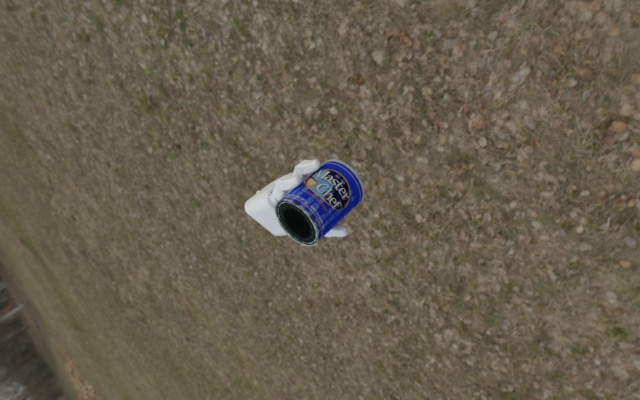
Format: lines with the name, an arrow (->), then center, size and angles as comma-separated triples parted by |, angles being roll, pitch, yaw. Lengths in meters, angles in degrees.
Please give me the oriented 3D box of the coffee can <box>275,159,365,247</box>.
coffee can -> 0.000, 0.003, 0.878 | 0.103, 0.103, 0.140 | 0, 33, 48
